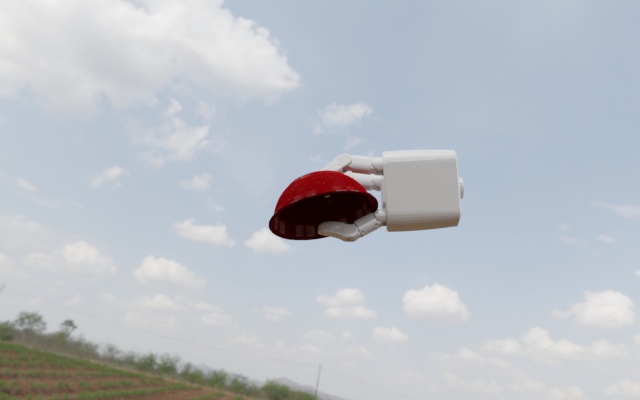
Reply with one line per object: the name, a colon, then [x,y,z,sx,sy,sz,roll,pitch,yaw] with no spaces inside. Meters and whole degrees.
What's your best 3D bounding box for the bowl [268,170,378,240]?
bowl: [-0.001,0.002,0.697,0.162,0.055,0.162,-11,-25,-5]
